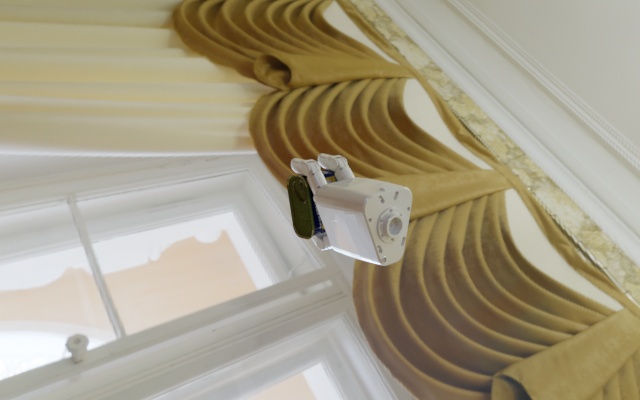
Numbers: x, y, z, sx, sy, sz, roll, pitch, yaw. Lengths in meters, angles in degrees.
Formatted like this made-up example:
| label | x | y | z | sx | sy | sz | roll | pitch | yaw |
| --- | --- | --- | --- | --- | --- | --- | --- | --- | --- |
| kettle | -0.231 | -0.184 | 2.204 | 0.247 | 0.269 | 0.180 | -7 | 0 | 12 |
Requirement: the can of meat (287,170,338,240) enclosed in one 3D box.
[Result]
| label | x | y | z | sx | sy | sz | roll | pitch | yaw |
| --- | --- | --- | --- | --- | --- | --- | --- | --- | --- |
| can of meat | 0.000 | 0.003 | 0.769 | 0.084 | 0.102 | 0.057 | -14 | 11 | -33 |
